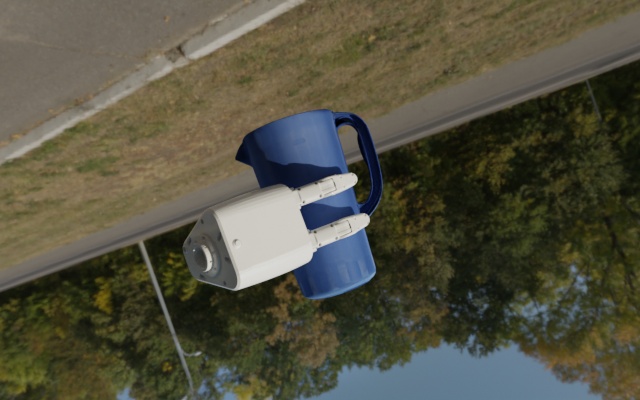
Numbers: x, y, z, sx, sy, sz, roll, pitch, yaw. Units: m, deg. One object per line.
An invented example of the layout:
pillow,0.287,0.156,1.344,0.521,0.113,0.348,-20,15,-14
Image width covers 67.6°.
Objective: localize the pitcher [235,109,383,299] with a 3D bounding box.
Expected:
pitcher,0.000,0.002,0.661,0.145,0.243,0.149,-18,-1,-42
